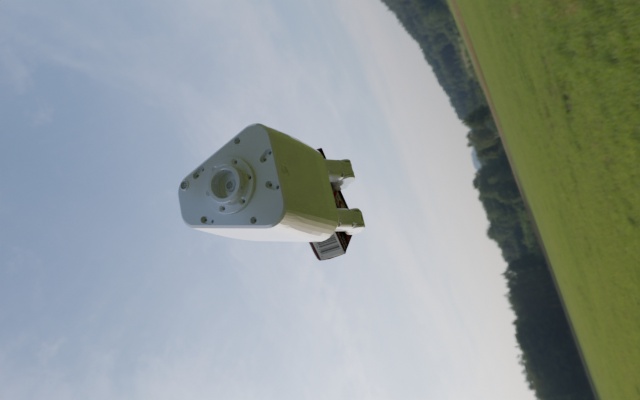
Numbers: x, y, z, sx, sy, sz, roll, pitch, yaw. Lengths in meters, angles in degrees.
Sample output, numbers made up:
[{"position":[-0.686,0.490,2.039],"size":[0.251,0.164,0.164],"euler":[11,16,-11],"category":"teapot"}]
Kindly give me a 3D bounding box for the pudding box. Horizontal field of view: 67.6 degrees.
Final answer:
[{"position":[0.000,0.002,0.561],"size":[0.039,0.113,0.090],"euler":[-19,13,18],"category":"pudding box"}]
